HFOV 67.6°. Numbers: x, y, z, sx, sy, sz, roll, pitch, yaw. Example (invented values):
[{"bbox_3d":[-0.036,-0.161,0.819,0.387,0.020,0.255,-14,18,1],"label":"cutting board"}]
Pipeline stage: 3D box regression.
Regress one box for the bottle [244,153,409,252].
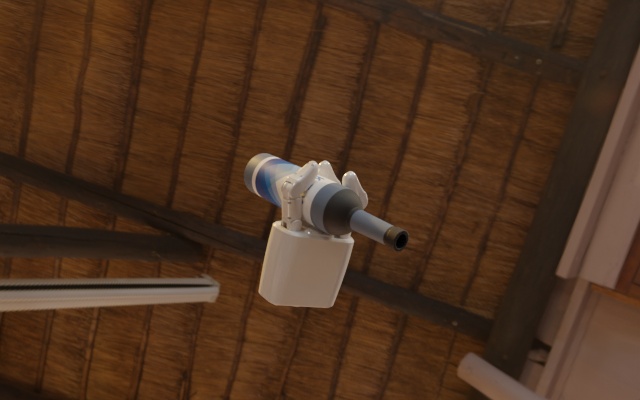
[{"bbox_3d":[0.000,0.002,0.657,0.069,0.069,0.295,0,18,-42],"label":"bottle"}]
